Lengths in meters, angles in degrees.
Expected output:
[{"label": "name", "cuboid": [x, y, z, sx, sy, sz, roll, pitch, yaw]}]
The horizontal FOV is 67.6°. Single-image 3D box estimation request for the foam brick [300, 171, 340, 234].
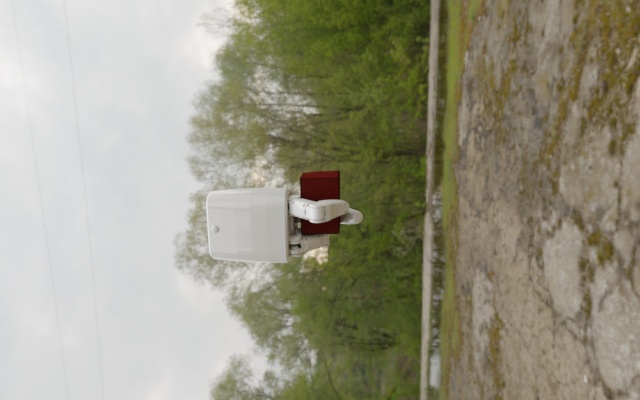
[{"label": "foam brick", "cuboid": [0.000, 0.002, 0.640, 0.051, 0.078, 0.053, 0, 12, 4]}]
